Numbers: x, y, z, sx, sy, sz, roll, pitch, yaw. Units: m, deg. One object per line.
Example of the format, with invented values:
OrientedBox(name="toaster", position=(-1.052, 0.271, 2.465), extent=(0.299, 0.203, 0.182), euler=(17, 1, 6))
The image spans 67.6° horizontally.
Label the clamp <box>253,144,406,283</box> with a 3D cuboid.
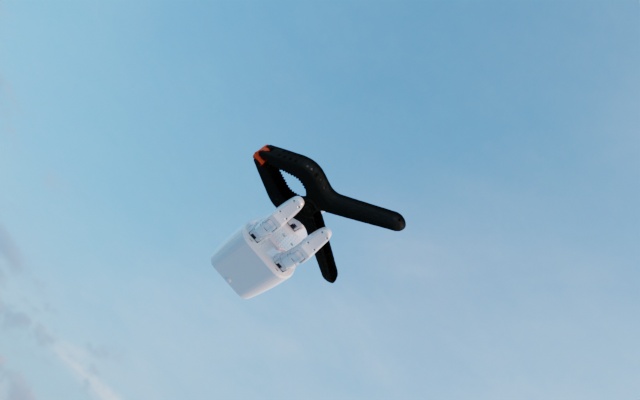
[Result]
OrientedBox(name="clamp", position=(0.000, 0.001, 0.629), extent=(0.165, 0.210, 0.036), euler=(-36, 7, 39))
